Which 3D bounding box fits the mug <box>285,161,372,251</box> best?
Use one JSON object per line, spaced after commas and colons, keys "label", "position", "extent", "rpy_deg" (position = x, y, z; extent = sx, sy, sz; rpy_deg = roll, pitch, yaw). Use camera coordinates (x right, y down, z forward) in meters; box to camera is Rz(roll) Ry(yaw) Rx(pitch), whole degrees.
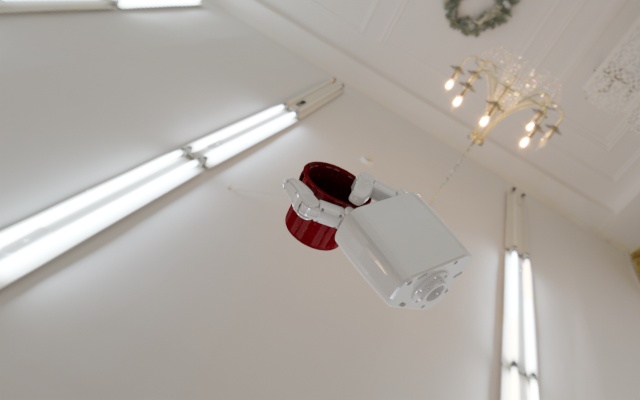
{"label": "mug", "position": [-0.001, 0.001, 0.616], "extent": [0.093, 0.081, 0.117], "rpy_deg": [3, 36, -38]}
